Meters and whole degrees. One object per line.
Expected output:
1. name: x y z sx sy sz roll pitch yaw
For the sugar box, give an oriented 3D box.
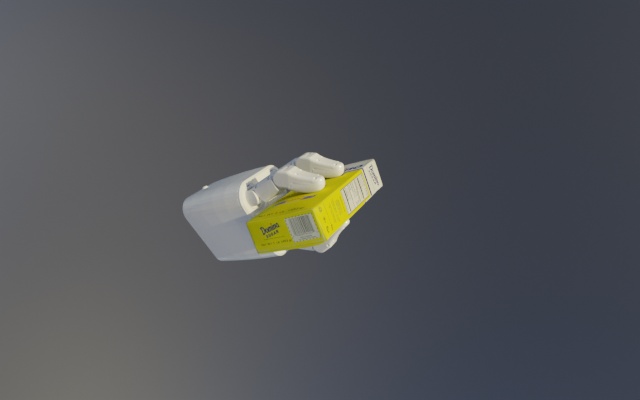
1. sugar box: 0.000 0.001 0.572 0.093 0.048 0.176 -12 18 31
